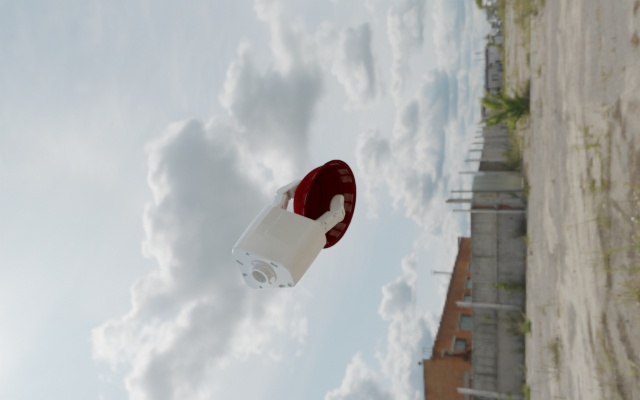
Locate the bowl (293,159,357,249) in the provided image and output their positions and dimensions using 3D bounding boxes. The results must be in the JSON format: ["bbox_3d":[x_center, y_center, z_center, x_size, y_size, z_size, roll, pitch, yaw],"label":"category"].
[{"bbox_3d":[0.001,0.002,0.859,0.055,0.162,0.162,13,7,35],"label":"bowl"}]
